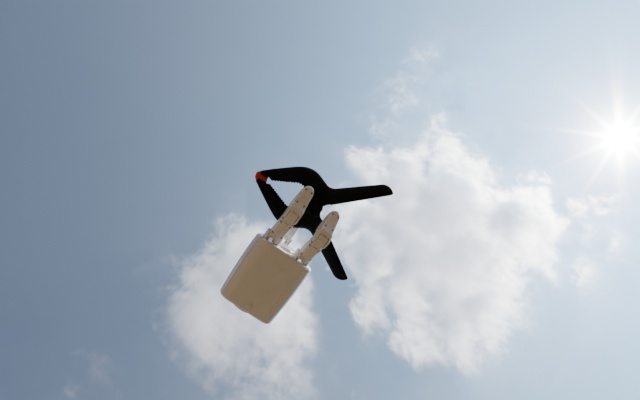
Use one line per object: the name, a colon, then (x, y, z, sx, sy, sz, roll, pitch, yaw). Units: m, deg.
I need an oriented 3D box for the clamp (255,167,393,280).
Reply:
clamp: (-0.001, 0.002, 0.733, 0.210, 0.164, 0.036, 36, -4, -12)
